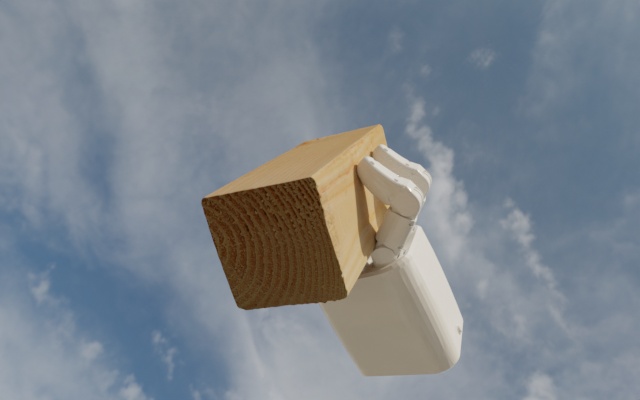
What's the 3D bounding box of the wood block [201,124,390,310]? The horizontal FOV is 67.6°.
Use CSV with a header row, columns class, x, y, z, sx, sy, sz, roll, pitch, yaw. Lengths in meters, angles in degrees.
class,x,y,z,sx,sy,sz,roll,pitch,yaw
wood block,0.000,0.002,0.417,0.091,0.090,0.206,-11,14,22
